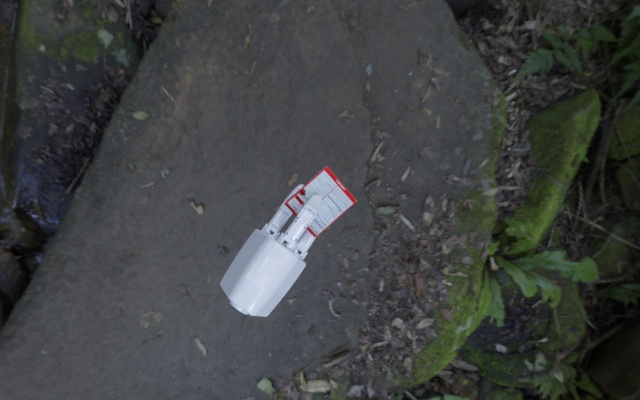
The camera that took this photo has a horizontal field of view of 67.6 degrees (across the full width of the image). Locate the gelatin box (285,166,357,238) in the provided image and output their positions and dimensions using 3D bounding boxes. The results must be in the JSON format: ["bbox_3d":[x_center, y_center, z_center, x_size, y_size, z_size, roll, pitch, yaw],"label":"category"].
[{"bbox_3d":[0.000,0.002,0.747,0.089,0.073,0.030,-41,2,-4],"label":"gelatin box"}]
